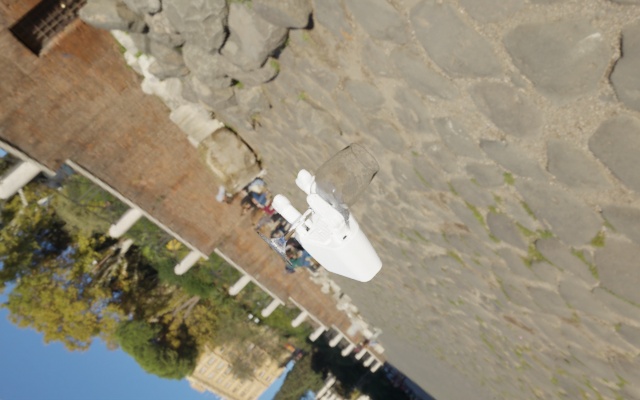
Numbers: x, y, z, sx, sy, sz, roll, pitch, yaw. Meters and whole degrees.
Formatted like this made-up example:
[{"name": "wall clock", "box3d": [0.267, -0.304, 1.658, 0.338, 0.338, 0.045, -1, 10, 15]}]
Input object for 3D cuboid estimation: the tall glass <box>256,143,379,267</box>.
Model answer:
[{"name": "tall glass", "box3d": [0.000, 0.003, 0.723, 0.079, 0.201, 0.079, 43, -9, 9]}]
